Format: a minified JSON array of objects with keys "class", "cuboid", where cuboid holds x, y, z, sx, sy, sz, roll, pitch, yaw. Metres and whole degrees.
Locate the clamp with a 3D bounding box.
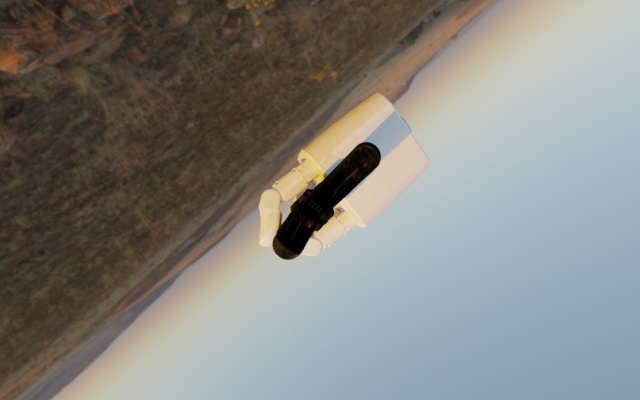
[{"class":"clamp","cuboid":[0.000,0.002,0.449,0.120,0.039,0.171,-42,4,-6]}]
